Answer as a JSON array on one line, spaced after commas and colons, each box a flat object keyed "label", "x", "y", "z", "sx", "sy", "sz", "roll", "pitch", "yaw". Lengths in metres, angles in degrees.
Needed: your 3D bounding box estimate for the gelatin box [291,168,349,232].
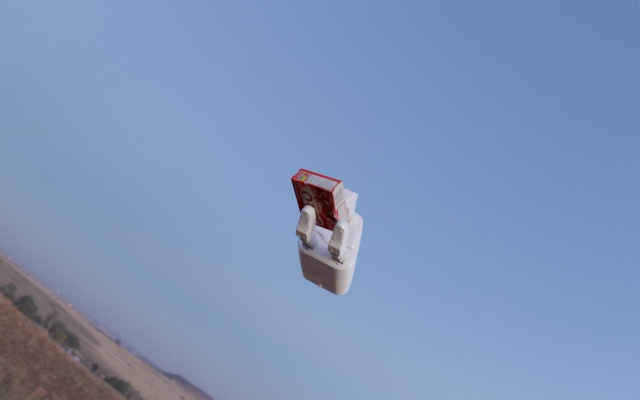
[{"label": "gelatin box", "x": 0.000, "y": 0.002, "z": 0.700, "sx": 0.073, "sy": 0.089, "sz": 0.030, "roll": 20, "pitch": 51, "yaw": 30}]
